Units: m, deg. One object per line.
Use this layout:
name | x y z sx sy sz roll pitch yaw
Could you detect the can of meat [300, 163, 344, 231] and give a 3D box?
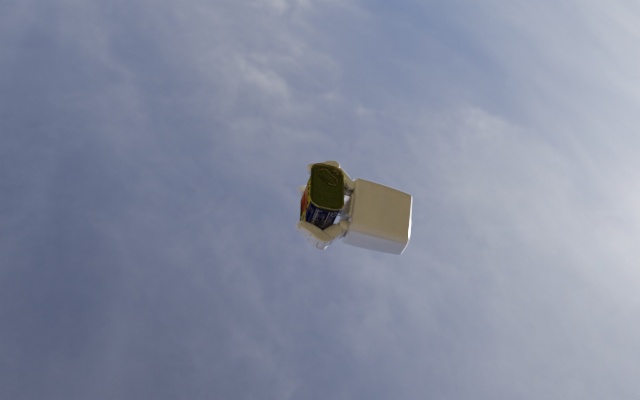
can of meat | 0.000 0.003 0.805 0.057 0.102 0.084 12 -45 -11
